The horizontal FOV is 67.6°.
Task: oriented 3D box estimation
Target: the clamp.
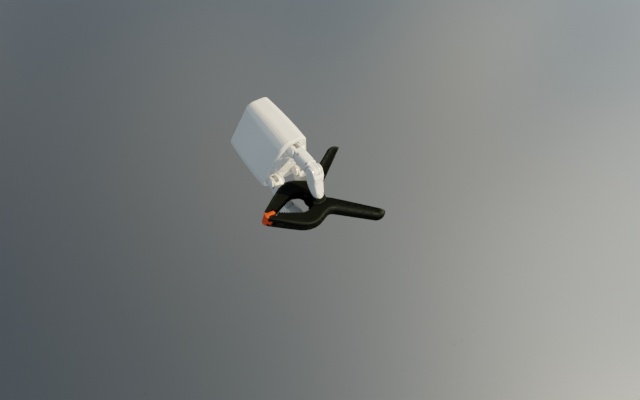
[{"bbox_3d":[0.000,0.002,0.814,0.210,0.164,0.036,-30,-21,-31],"label":"clamp"}]
